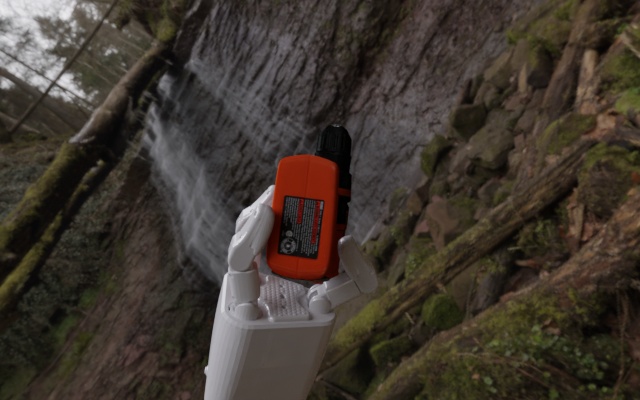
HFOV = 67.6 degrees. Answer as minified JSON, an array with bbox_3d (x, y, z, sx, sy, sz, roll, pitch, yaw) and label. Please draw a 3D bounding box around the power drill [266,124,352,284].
[{"bbox_3d":[0.000,0.002,0.486,0.057,0.184,0.187,5,-1,9],"label":"power drill"}]
